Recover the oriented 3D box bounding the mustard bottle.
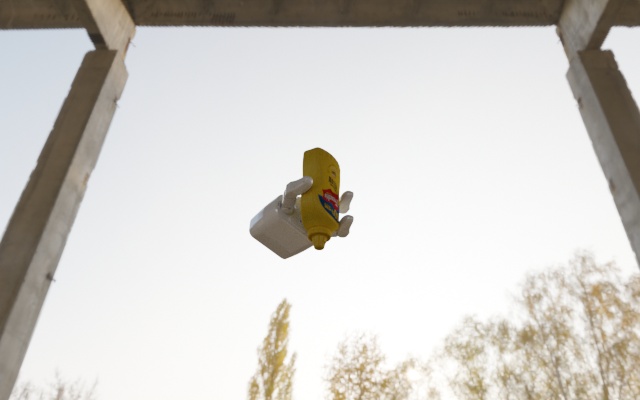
[{"bbox_3d":[0.000,0.003,0.867,0.058,0.191,0.096,-14,-37,24],"label":"mustard bottle"}]
